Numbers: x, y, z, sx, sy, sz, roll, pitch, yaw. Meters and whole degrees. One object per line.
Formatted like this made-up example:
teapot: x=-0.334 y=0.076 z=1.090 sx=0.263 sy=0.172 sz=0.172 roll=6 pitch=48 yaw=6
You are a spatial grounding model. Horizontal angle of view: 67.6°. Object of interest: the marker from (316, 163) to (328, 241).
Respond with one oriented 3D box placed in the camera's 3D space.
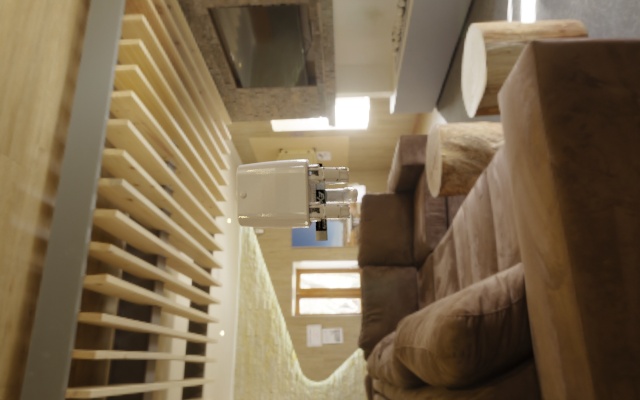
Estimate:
marker: x=0.000 y=0.002 z=0.743 sx=0.020 sy=0.121 sz=0.020 roll=-2 pitch=-4 yaw=0
